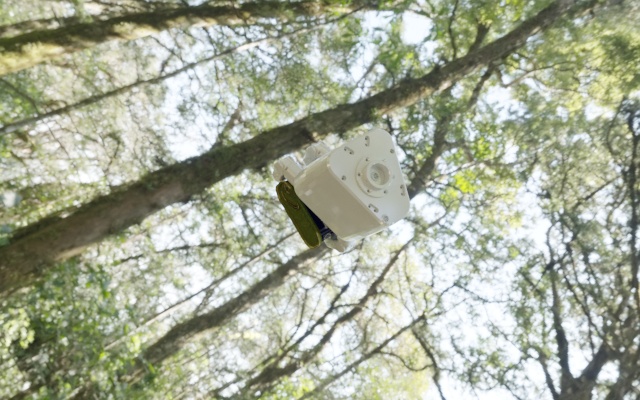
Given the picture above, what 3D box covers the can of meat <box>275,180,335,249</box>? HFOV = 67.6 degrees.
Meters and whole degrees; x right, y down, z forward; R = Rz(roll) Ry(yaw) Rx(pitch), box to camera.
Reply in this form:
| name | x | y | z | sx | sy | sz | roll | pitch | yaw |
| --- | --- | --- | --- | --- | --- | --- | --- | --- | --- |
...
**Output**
| name | x | y | z | sx | sy | sz | roll | pitch | yaw |
| --- | --- | --- | --- | --- | --- | --- | --- | --- | --- |
| can of meat | 0.000 | 0.002 | 0.665 | 0.084 | 0.102 | 0.057 | -30 | -3 | -24 |
